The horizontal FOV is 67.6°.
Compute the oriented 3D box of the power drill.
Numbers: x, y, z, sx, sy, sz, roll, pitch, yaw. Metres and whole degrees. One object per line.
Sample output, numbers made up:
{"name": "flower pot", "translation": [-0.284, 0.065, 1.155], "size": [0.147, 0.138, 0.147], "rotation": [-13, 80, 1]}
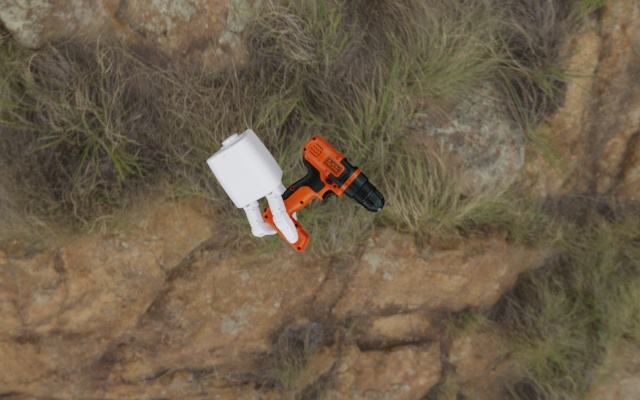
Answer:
{"name": "power drill", "translation": [0.000, 0.003, 0.885], "size": [0.184, 0.187, 0.057], "rotation": [43, 6, 5]}
